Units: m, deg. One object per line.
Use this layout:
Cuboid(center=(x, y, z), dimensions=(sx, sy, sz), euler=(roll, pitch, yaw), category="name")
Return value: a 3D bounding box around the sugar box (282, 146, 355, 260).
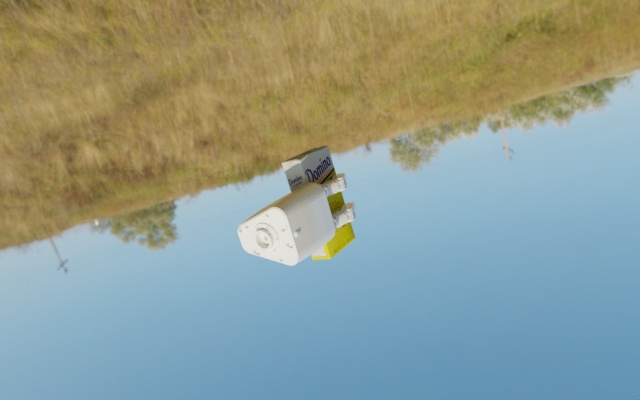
Cuboid(center=(0.001, 0.003, 0.815), dimensions=(0.048, 0.176, 0.093), euler=(-6, 16, 35), category="sugar box")
